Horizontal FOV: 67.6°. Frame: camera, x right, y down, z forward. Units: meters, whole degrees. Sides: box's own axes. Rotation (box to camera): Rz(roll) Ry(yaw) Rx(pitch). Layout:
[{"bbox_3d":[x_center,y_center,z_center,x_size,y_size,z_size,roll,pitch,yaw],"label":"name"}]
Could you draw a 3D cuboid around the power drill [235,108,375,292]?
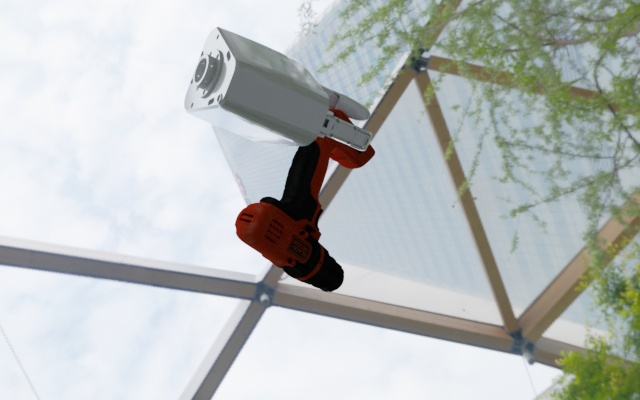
[{"bbox_3d":[0.000,0.001,0.564,0.057,0.187,0.184,9,-22,38],"label":"power drill"}]
